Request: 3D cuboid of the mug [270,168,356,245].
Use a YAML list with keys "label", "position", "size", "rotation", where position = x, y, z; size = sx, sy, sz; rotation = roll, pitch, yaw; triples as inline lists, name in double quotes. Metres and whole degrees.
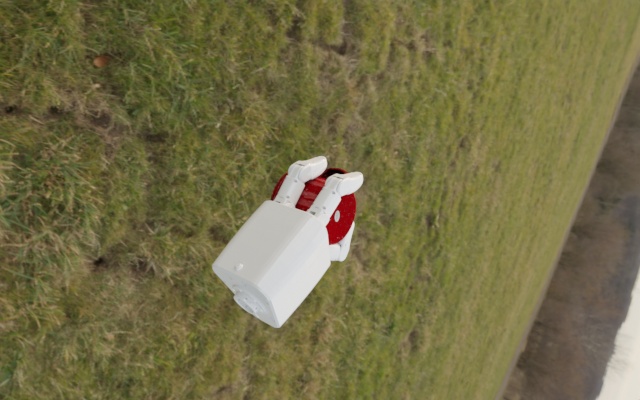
- label: "mug"
  position: [0.001, 0.001, 0.639]
  size: [0.081, 0.117, 0.093]
  rotation: [18, -34, 36]
